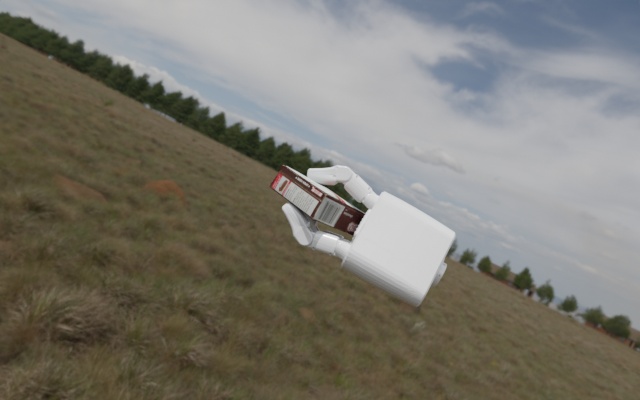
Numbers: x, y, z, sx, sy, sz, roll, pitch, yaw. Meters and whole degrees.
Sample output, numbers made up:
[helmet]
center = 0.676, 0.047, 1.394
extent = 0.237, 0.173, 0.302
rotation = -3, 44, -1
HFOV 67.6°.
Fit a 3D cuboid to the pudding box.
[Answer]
[pudding box]
center = 0.000, 0.002, 0.636
extent = 0.090, 0.039, 0.113
rotation = 34, 3, 37
